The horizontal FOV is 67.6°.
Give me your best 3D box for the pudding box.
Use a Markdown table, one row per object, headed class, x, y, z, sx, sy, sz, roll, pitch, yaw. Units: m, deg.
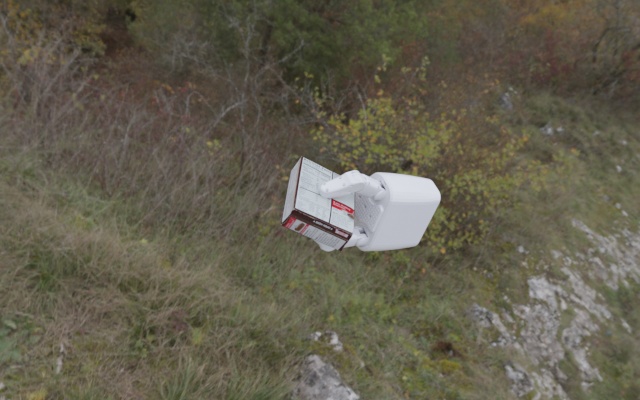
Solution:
| class | x | y | z | sx | sy | sz | roll | pitch | yaw |
| --- | --- | --- | --- | --- | --- | --- | --- | --- | --- |
| pudding box | 0.000 | 0.002 | 0.639 | 0.090 | 0.039 | 0.113 | 24 | 38 | -15 |
